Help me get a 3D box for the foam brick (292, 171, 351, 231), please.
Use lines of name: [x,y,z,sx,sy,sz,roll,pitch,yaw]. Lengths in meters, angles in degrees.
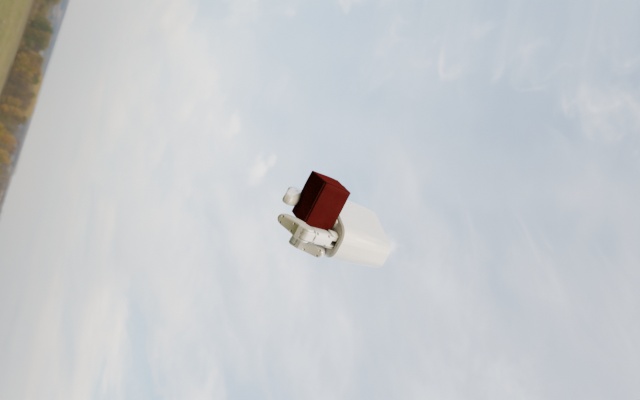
foam brick: [0.000,0.002,0.742,0.051,0.078,0.053,19,16,-31]
